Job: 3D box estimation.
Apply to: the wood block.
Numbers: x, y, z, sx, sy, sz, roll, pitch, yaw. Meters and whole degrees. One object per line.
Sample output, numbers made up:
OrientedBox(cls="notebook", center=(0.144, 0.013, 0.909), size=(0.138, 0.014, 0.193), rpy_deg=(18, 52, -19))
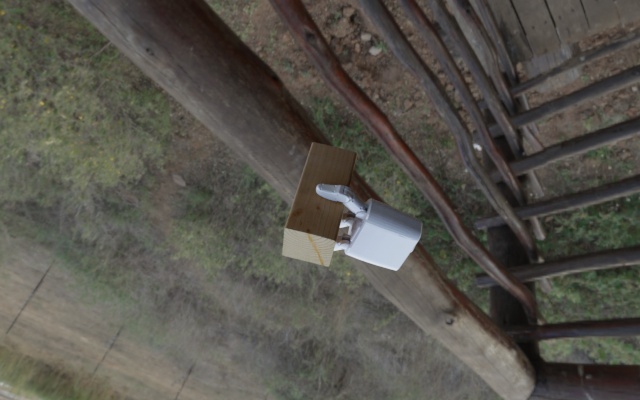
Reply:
OrientedBox(cls="wood block", center=(0.001, 0.003, 0.879), size=(0.090, 0.206, 0.091), rpy_deg=(14, -37, 2))
